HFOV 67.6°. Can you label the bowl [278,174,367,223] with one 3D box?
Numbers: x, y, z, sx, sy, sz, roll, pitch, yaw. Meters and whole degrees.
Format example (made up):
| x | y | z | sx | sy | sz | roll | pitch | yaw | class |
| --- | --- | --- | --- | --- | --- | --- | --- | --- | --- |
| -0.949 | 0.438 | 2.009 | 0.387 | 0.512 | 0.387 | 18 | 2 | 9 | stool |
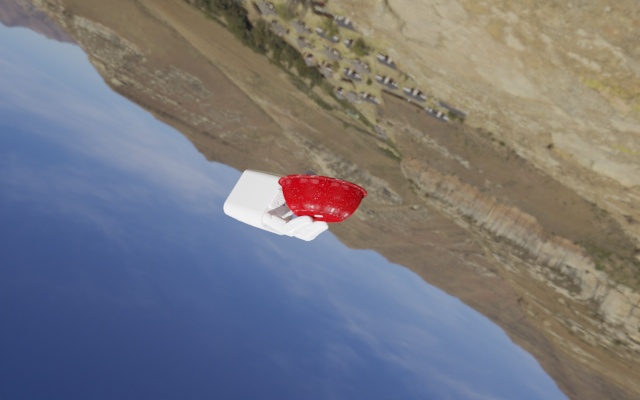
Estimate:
| x | y | z | sx | sy | sz | roll | pitch | yaw | class |
| --- | --- | --- | --- | --- | --- | --- | --- | --- | --- |
| 0.001 | 0.003 | 0.848 | 0.162 | 0.055 | 0.162 | 8 | -13 | 2 | bowl |
